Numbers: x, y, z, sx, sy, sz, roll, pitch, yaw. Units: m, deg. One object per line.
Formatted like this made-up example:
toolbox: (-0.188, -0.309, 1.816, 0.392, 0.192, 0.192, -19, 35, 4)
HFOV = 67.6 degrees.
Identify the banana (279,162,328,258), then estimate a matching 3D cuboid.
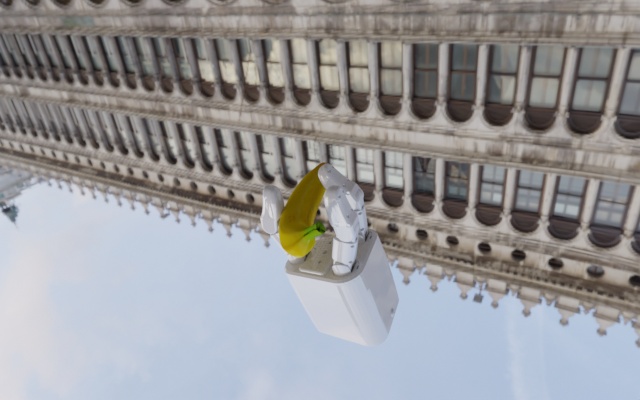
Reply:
banana: (-0.015, 0.013, 0.541, 0.069, 0.037, 0.197, -34, 19, 15)
